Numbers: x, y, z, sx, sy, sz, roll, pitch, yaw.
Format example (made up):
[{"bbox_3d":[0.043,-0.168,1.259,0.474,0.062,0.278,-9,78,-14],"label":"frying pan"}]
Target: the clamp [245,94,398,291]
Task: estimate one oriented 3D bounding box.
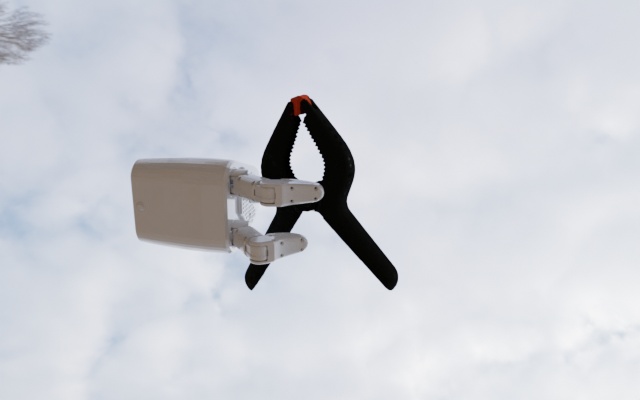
[{"bbox_3d":[0.000,0.001,0.482,0.164,0.210,0.036,4,17,10],"label":"clamp"}]
